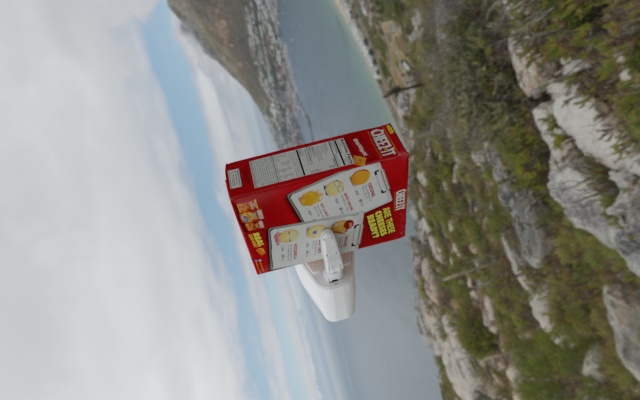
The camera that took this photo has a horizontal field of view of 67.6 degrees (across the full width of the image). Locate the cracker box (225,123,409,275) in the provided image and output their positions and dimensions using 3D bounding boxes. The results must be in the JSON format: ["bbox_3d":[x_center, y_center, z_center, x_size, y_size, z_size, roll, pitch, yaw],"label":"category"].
[{"bbox_3d":[0.000,0.002,0.619,0.213,0.072,0.164,-15,-41,-5],"label":"cracker box"}]
